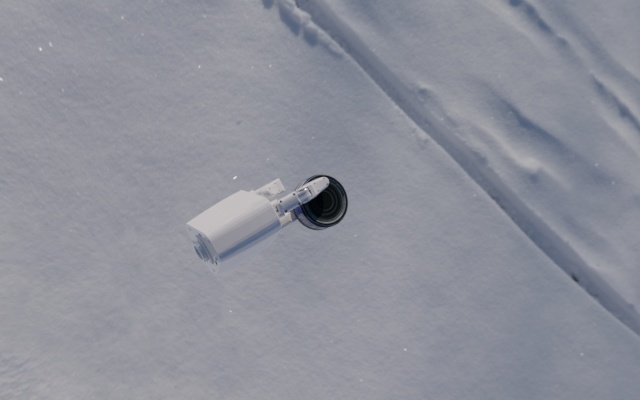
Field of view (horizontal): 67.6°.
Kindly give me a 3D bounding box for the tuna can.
[{"bbox_3d":[0.000,0.002,0.754,0.086,0.086,0.034,0,-11,-27],"label":"tuna can"}]
